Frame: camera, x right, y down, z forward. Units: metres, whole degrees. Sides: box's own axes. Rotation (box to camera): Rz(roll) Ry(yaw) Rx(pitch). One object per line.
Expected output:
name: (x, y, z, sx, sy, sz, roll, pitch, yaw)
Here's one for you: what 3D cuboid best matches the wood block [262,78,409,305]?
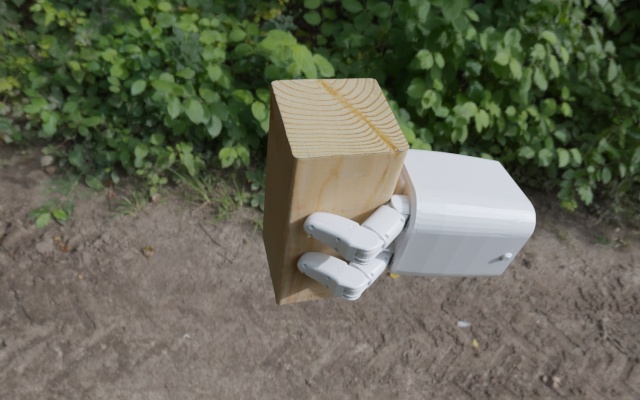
wood block: (0.000, 0.001, 0.437, 0.090, 0.090, 0.206, -5, -40, -14)
